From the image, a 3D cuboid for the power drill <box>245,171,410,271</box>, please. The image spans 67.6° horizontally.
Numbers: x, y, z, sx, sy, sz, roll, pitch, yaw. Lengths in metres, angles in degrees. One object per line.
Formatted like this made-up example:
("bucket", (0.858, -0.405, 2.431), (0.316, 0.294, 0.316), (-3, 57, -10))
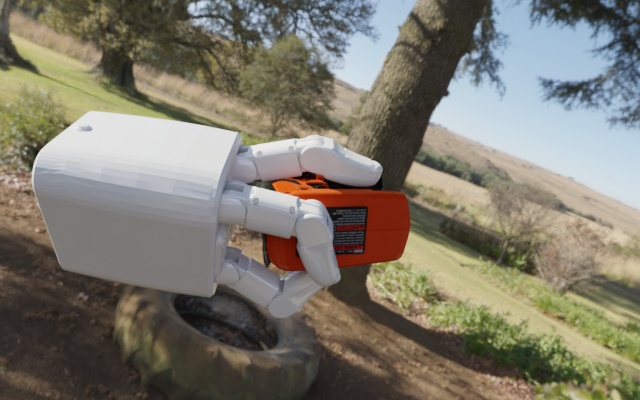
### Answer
("power drill", (0.000, 0.001, 0.416), (0.184, 0.057, 0.187), (-4, 13, -19))
